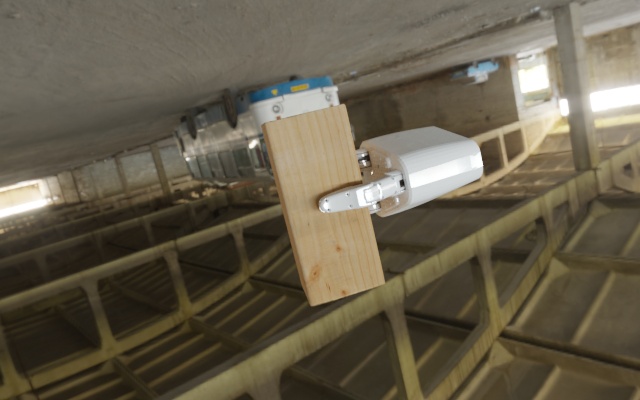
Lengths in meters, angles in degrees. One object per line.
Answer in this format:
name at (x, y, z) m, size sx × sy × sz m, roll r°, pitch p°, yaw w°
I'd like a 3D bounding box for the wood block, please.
wood block at (0.001, 0.002, 0.555) m, size 0.090 × 0.206 × 0.091 m, roll -15°, pitch 9°, yaw -8°
